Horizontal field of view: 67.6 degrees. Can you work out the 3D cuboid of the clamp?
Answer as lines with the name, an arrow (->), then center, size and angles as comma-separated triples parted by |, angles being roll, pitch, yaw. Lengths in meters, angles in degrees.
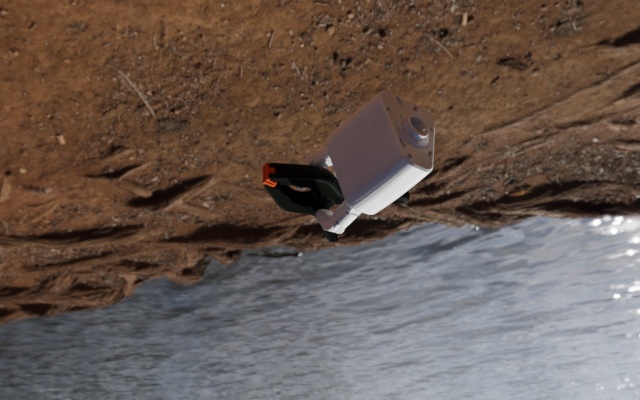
clamp -> 0.000, 0.003, 0.686 | 0.210, 0.036, 0.165 | 18, -40, -31
